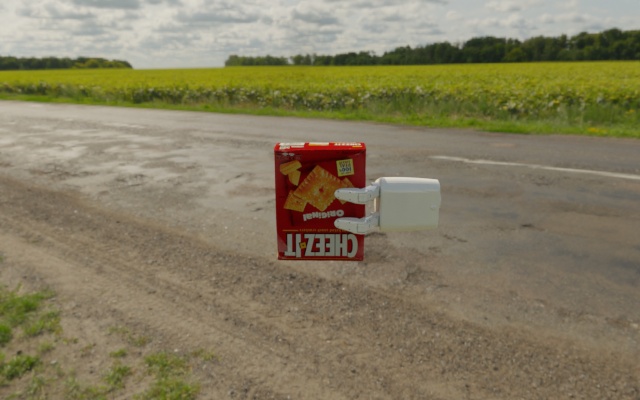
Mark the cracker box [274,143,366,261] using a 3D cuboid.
[{"bbox_3d":[0.000,0.003,0.879,0.164,0.214,0.072,0,16,2],"label":"cracker box"}]
